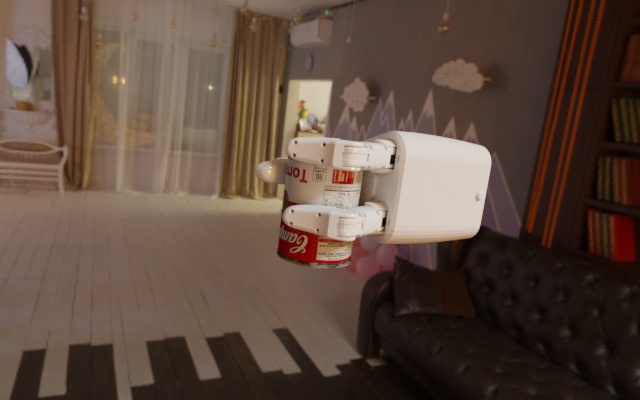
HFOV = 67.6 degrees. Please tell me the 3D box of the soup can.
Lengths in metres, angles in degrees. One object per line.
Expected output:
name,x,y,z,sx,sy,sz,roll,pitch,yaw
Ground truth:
soup can,0.000,0.001,0.424,0.068,0.102,0.068,7,10,-1
